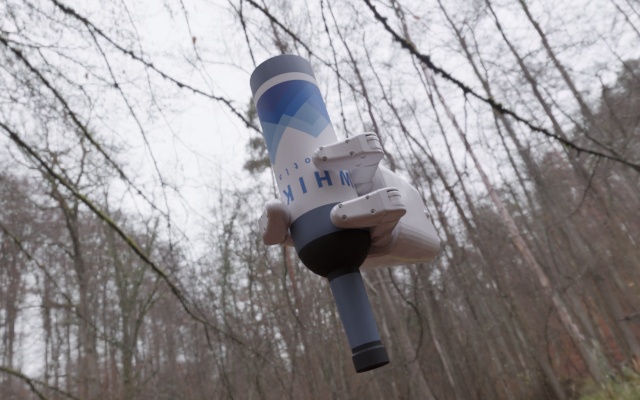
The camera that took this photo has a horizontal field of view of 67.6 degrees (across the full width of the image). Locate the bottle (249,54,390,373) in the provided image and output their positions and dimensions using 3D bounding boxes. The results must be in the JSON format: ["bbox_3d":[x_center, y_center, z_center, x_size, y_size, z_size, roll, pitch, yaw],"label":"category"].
[{"bbox_3d":[0.000,0.001,0.428,0.069,0.295,0.069,-15,-25,-7],"label":"bottle"}]
